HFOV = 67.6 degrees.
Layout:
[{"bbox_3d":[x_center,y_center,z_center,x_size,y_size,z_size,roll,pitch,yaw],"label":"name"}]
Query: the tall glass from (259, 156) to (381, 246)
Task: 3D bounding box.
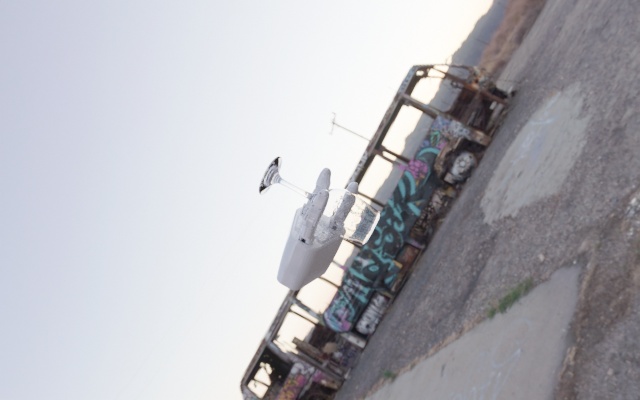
[{"bbox_3d":[0.000,0.002,0.806,0.201,0.079,0.079,27,5,9],"label":"tall glass"}]
